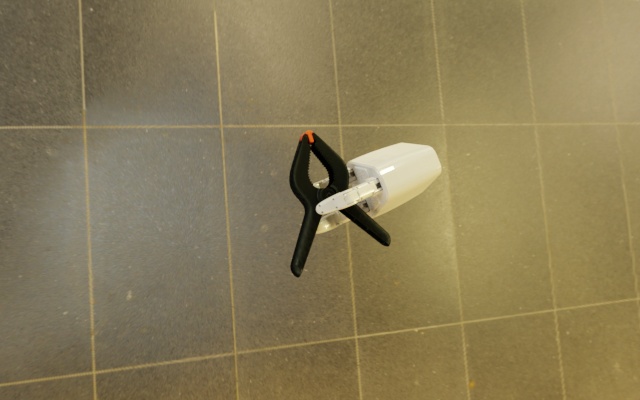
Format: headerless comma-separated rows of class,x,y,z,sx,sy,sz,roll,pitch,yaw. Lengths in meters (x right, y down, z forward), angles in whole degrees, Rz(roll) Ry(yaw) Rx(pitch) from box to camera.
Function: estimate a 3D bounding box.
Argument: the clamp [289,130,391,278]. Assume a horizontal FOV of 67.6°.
clamp,0.000,0.002,0.711,0.164,0.210,0.036,-24,1,-21
